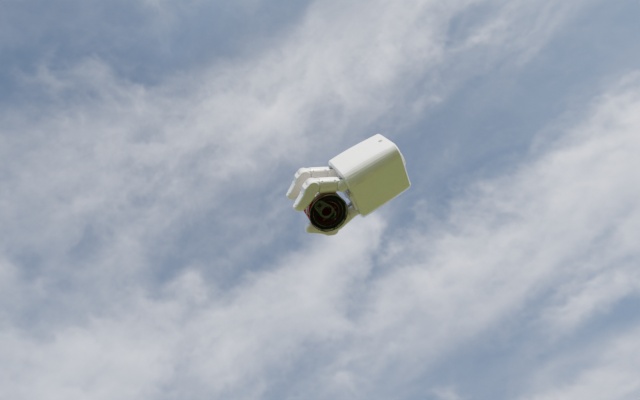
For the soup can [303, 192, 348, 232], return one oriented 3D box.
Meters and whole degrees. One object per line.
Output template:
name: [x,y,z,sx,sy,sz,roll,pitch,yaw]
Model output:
soup can: [0.000,0.003,0.842,0.068,0.068,0.102,0,22,-18]
